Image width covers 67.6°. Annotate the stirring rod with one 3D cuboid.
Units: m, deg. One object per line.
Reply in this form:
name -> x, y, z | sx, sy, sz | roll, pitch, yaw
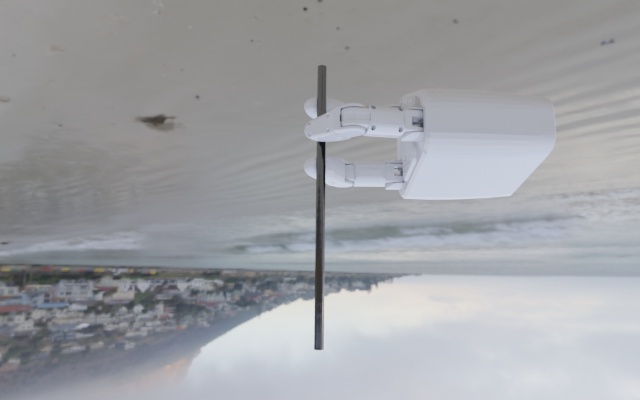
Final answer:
stirring rod -> 0.000, 0.001, 0.403 | 0.011, 0.239, 0.011 | 1, -8, 0
